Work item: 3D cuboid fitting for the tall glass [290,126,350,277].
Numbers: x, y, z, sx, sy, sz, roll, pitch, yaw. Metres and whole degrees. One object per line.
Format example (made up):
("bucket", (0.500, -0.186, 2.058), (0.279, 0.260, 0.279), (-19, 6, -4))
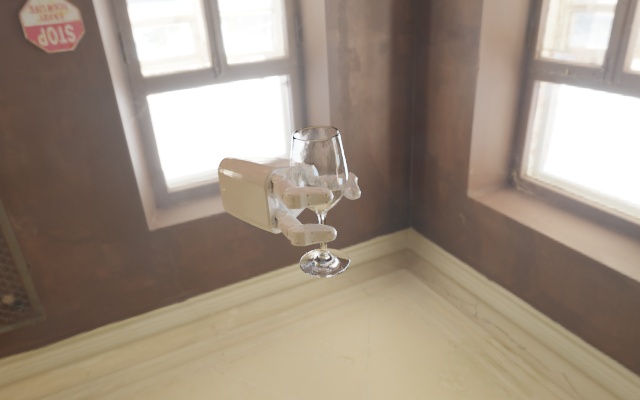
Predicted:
("tall glass", (0.000, 0.003, 0.659), (0.079, 0.201, 0.079), (-3, 26, 1))
